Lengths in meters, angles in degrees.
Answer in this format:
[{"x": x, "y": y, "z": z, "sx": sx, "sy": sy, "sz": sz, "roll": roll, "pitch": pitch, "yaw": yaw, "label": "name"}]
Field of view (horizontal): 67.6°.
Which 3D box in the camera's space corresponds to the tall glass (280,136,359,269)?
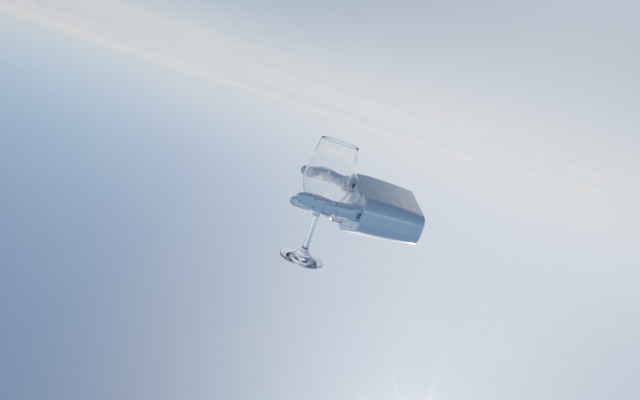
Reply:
[{"x": 0.000, "y": 0.003, "z": 0.755, "sx": 0.079, "sy": 0.201, "sz": 0.079, "roll": 17, "pitch": 12, "yaw": -4, "label": "tall glass"}]
